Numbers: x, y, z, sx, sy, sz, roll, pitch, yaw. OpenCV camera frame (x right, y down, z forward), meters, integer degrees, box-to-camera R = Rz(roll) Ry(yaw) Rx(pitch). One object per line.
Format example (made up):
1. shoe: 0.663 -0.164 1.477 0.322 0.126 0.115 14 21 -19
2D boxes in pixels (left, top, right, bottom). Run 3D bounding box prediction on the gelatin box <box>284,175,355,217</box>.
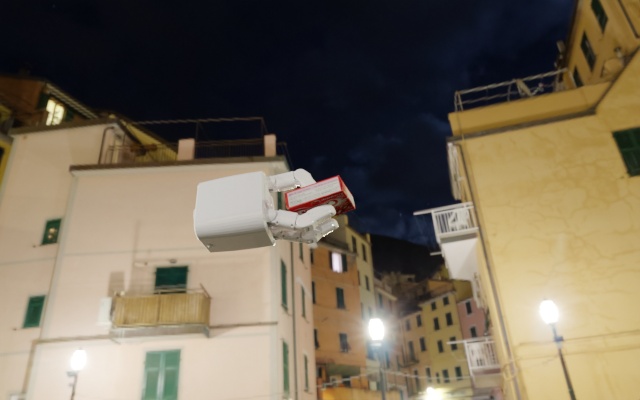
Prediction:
1. gelatin box: 0.000 0.002 0.718 0.089 0.030 0.073 -19 -28 11
